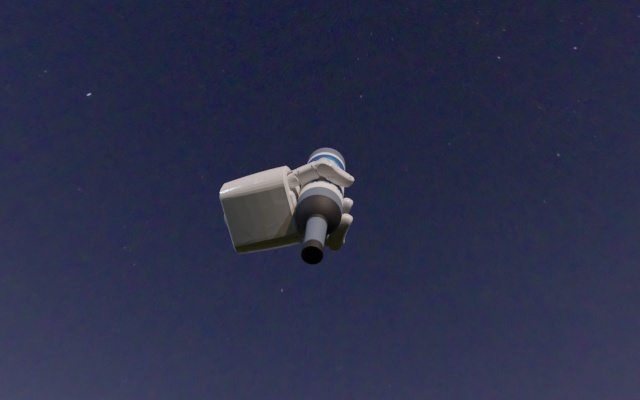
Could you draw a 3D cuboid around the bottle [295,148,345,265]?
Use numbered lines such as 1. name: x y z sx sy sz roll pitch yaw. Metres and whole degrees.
1. bottle: 0.000 0.002 0.706 0.069 0.069 0.295 0 26 4
